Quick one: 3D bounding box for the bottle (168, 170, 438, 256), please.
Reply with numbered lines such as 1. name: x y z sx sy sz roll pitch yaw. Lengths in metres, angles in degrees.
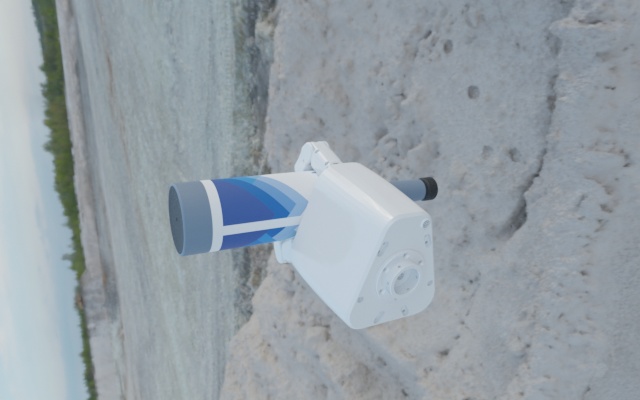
1. bottle: 0.000 0.002 0.495 0.295 0.069 0.069 -7 3 -27
